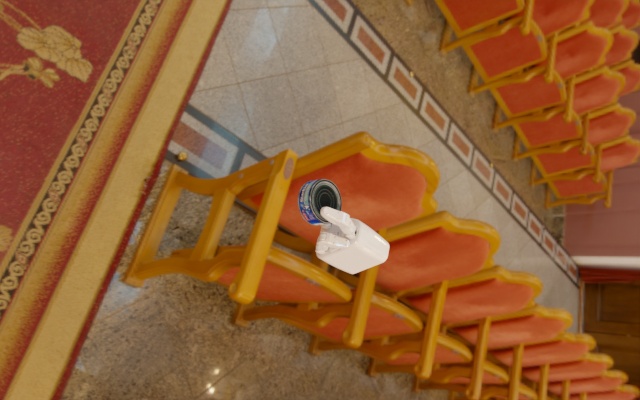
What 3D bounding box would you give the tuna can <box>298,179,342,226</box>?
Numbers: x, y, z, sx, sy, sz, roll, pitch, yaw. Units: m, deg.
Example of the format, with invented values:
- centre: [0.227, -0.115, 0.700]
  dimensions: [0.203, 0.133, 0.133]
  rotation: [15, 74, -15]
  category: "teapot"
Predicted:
- centre: [0.000, 0.003, 0.893]
  dimensions: [0.086, 0.086, 0.034]
  rotation: [0, -6, -44]
  category: "tuna can"
